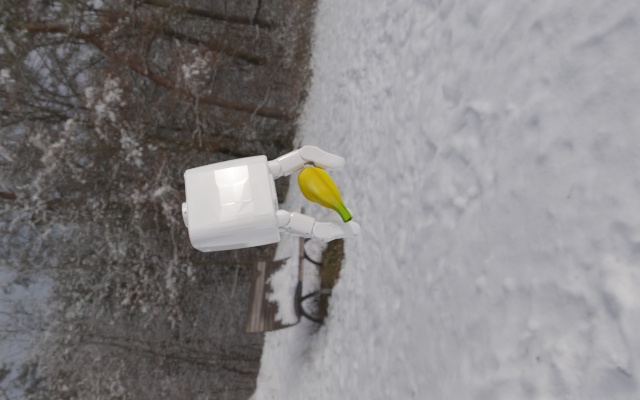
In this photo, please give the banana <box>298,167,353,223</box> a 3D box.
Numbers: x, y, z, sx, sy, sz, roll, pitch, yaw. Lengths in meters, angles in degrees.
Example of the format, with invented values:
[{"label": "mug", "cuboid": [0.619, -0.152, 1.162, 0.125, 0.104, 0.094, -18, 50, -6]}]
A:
[{"label": "banana", "cuboid": [-0.006, -0.014, 0.645, 0.037, 0.069, 0.197, -24, 12, -6]}]
